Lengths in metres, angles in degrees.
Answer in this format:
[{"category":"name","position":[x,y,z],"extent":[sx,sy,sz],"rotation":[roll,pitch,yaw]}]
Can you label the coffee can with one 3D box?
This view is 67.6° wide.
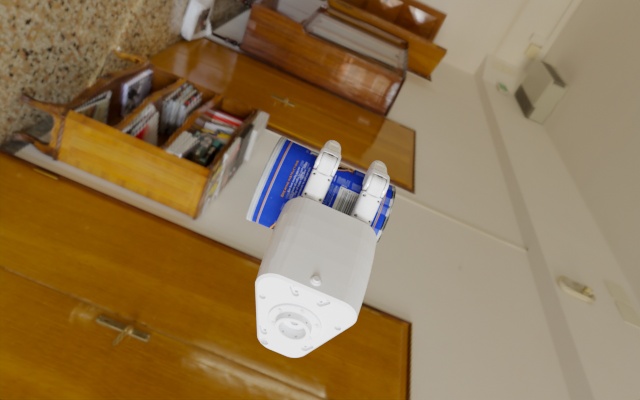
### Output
[{"category":"coffee can","position":[0.000,0.002,0.545],"extent":[0.140,0.103,0.103],"rotation":[23,-1,-3]}]
